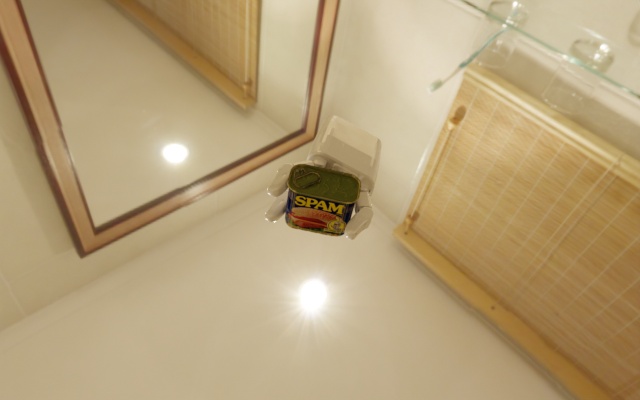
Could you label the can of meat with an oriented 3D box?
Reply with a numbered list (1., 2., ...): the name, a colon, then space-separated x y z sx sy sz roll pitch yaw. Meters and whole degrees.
1. can of meat: 0.000 0.003 0.692 0.102 0.057 0.084 12 -42 0
